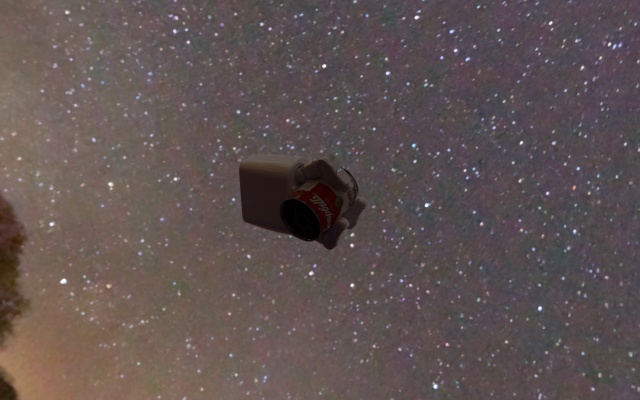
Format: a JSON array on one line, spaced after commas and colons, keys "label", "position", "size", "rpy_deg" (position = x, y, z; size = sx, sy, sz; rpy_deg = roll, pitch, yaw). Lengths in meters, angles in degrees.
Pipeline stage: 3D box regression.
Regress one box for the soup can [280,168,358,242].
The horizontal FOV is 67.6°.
[{"label": "soup can", "position": [0.001, 0.002, 0.674], "size": [0.068, 0.068, 0.102], "rpy_deg": [0, 30, 40]}]
